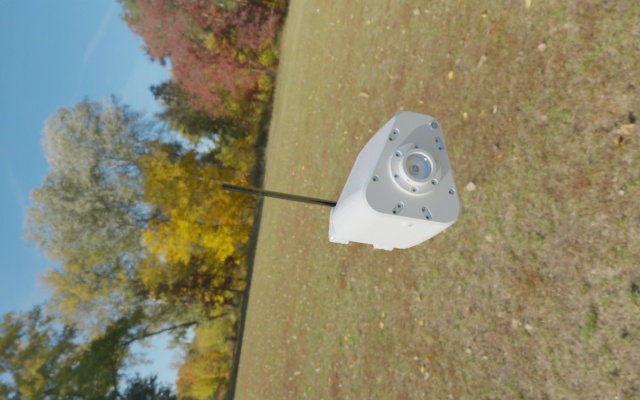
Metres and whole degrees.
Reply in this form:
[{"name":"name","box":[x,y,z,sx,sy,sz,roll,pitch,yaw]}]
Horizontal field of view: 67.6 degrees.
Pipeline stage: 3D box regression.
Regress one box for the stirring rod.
[{"name":"stirring rod","box":[0.000,0.002,0.587,0.239,0.011,0.011,9,-2,-9]}]
